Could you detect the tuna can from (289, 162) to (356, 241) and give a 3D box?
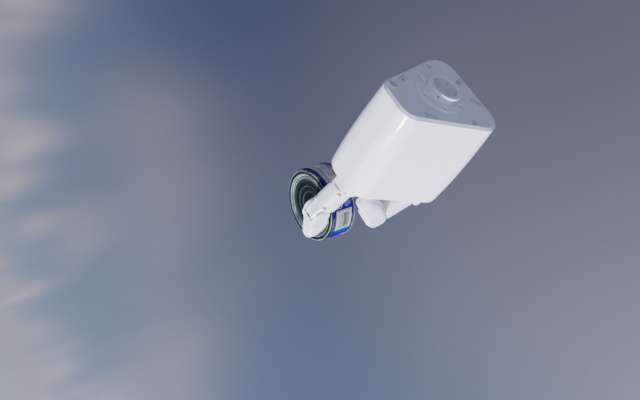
[{"bbox_3d":[0.000,0.002,0.545,0.033,0.086,0.086,-18,10,-33],"label":"tuna can"}]
